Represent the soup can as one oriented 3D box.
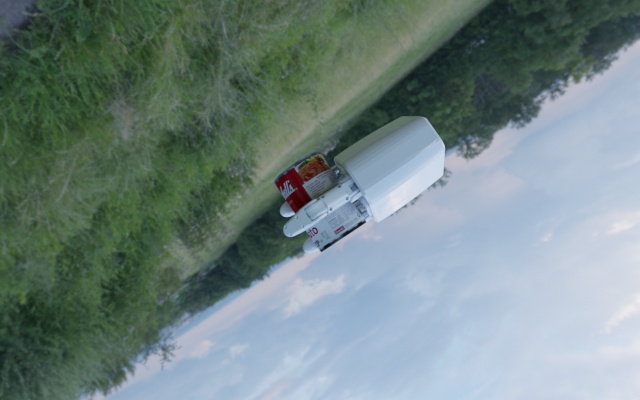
[{"bbox_3d":[0.000,0.002,0.572,0.068,0.102,0.068,-33,-5,-3],"label":"soup can"}]
